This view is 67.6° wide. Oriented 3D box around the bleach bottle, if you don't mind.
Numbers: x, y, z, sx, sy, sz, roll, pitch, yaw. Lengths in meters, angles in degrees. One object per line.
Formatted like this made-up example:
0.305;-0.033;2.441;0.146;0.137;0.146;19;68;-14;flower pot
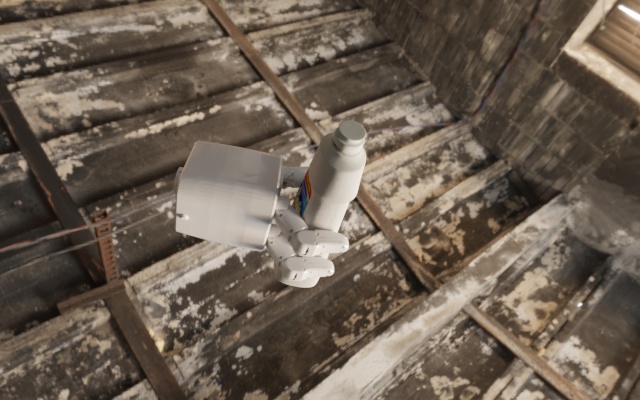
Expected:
0.000;0.002;0.561;0.068;0.102;0.251;12;-40;-9;bleach bottle
